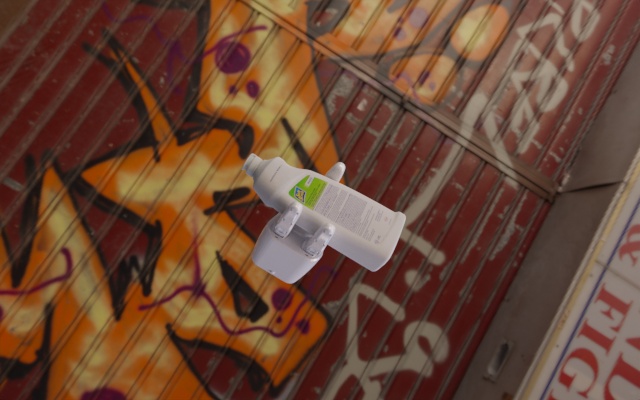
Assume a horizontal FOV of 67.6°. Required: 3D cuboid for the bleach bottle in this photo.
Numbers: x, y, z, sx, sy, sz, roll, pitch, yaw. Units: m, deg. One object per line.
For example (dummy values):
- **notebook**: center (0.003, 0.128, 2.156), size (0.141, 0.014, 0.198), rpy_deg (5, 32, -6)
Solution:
- **bleach bottle**: center (0.000, 0.002, 0.721), size (0.251, 0.102, 0.068), rpy_deg (32, -38, -4)
